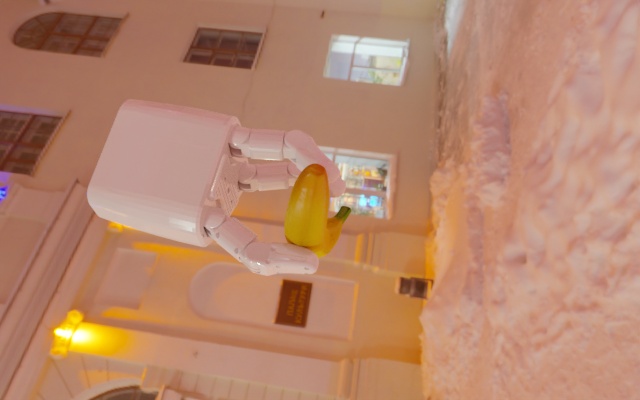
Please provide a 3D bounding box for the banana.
[{"bbox_3d":[-0.006,0.019,0.430,0.037,0.069,0.198,19,-6,10],"label":"banana"}]
